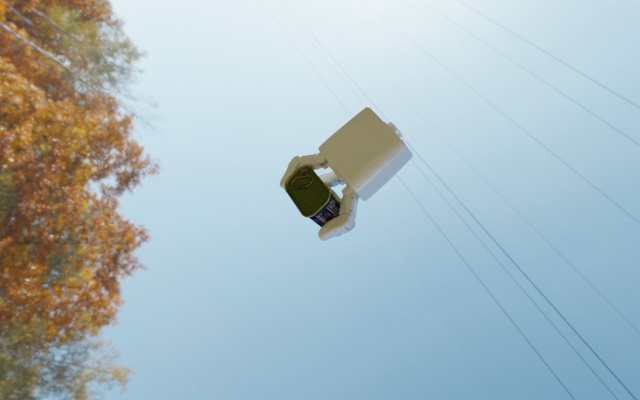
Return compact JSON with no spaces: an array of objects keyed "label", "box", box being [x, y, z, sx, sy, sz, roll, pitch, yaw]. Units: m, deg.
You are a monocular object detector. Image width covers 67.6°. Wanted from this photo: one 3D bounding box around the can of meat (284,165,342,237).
[{"label":"can of meat","box":[0.000,0.003,0.770,0.084,0.057,0.102,40,8,-44]}]
